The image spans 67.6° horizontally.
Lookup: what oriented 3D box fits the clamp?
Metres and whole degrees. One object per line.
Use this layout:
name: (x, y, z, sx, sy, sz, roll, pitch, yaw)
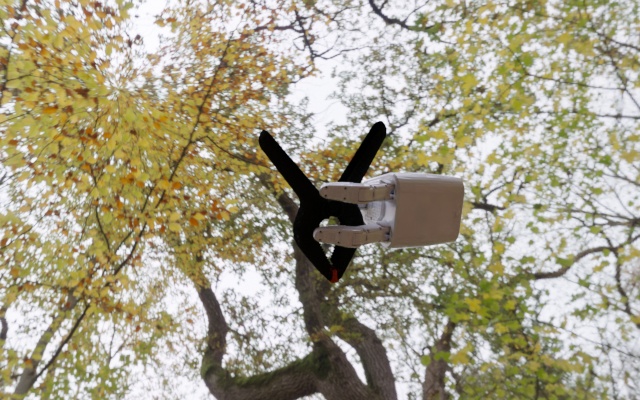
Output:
clamp: (0.000, 0.002, 0.601, 0.164, 0.210, 0.036, 0, 12, -20)
